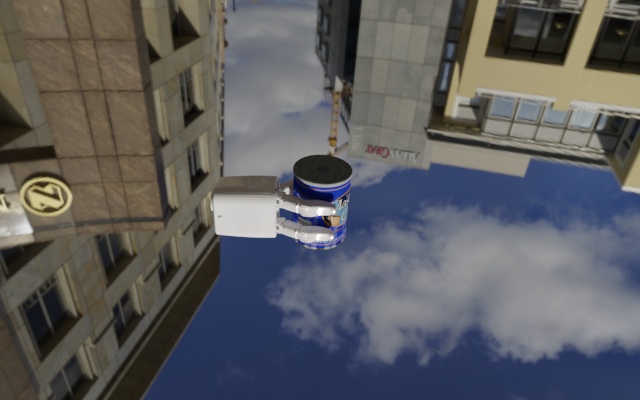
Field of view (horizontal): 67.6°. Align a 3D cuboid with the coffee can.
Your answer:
[{"bbox_3d":[0.000,0.003,0.860,0.103,0.140,0.102,3,34,-2],"label":"coffee can"}]
